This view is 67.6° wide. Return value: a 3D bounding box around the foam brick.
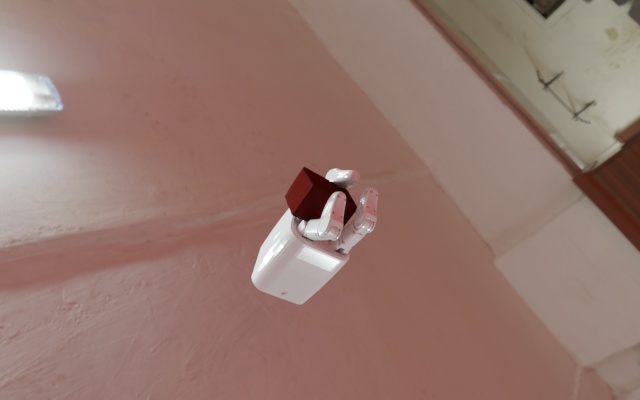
[{"bbox_3d":[0.000,0.002,0.638,0.078,0.051,0.053,27,21,-29],"label":"foam brick"}]
